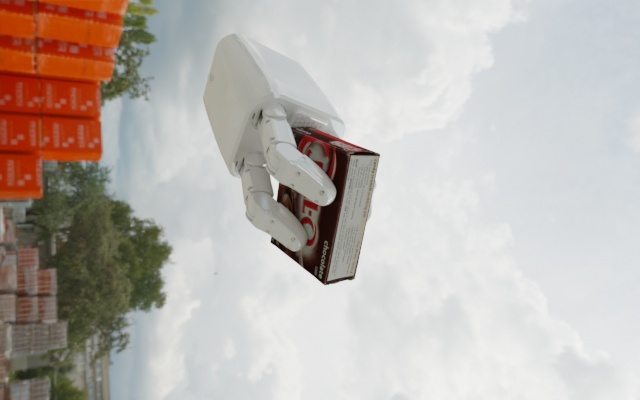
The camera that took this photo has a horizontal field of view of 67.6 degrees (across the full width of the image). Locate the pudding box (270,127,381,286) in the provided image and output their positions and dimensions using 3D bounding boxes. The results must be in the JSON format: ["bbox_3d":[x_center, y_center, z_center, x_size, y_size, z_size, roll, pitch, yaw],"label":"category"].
[{"bbox_3d":[0.000,0.001,0.408,0.039,0.113,0.090,-5,21,-34],"label":"pudding box"}]
